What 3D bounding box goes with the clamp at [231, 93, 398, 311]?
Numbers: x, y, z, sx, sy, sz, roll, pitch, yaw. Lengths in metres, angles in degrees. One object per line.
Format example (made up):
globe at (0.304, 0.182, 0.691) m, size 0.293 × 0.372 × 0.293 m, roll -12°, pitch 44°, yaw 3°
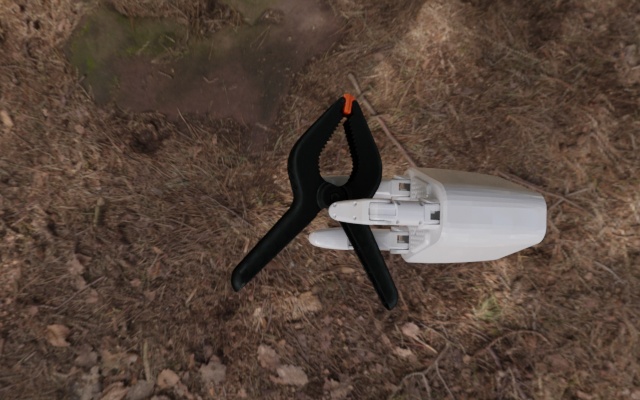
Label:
clamp at (0.001, 0.001, 0.461) m, size 0.164 × 0.210 × 0.036 m, roll 3°, pitch -2°, yaw -14°
